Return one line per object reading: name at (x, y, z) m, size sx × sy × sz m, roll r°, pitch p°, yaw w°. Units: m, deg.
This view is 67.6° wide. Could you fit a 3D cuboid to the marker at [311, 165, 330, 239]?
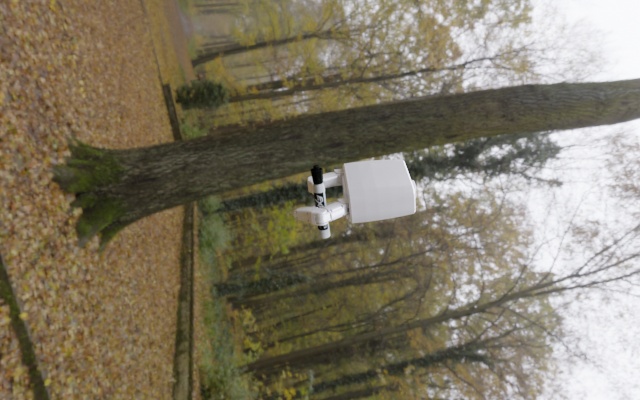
marker at (0.000, 0.002, 0.752) m, size 0.020 × 0.121 × 0.020 m, roll -6°, pitch 22°, yaw 2°
